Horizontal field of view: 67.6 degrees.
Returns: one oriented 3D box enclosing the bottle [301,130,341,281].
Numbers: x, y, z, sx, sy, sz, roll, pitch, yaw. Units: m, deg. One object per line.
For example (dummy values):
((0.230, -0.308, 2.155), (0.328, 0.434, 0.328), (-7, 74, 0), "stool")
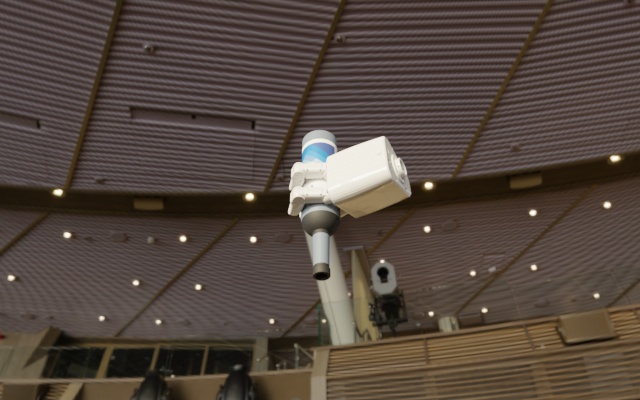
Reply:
((0.000, 0.003, 0.821), (0.069, 0.295, 0.069), (0, -40, 0), "bottle")
